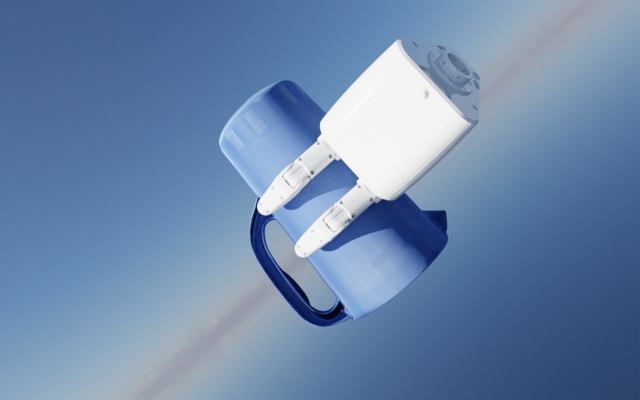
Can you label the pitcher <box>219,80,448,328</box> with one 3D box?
[{"bbox_3d":[0.000,0.002,0.506,0.145,0.243,0.149,-44,-4,39],"label":"pitcher"}]
